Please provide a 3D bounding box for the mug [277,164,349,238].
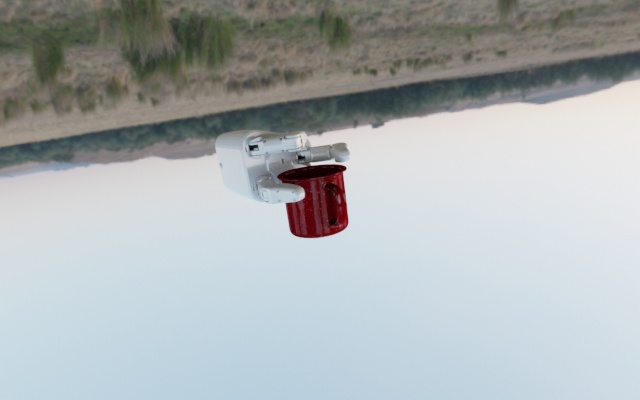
[{"bbox_3d":[0.001,0.002,0.627,0.093,0.081,0.117,-16,16,-30],"label":"mug"}]
